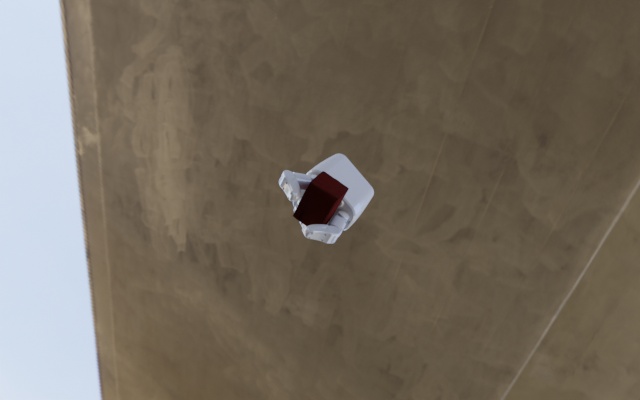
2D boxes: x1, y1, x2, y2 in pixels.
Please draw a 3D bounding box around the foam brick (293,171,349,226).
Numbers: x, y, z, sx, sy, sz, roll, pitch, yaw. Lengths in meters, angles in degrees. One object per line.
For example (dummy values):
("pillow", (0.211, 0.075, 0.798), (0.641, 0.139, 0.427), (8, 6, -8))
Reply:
("foam brick", (0.000, 0.002, 0.767), (0.053, 0.078, 0.051), (35, 35, 8))
